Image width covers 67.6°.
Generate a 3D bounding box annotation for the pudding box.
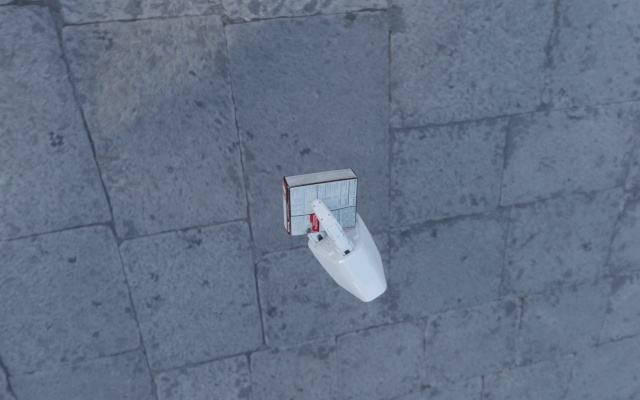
[{"bbox_3d":[0.000,0.003,0.738,0.113,0.090,0.039,-9,30,-16],"label":"pudding box"}]
